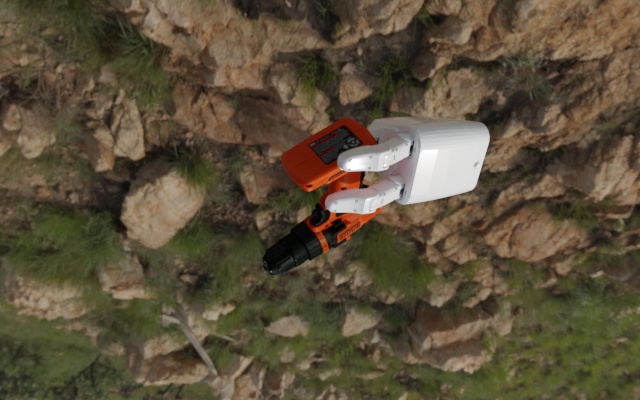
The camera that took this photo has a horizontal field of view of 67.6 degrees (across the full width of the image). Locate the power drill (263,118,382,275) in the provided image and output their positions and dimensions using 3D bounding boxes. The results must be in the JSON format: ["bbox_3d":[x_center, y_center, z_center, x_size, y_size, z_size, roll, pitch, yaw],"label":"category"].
[{"bbox_3d":[0.000,0.002,0.579,0.184,0.057,0.188,-34,-27,-18],"label":"power drill"}]
